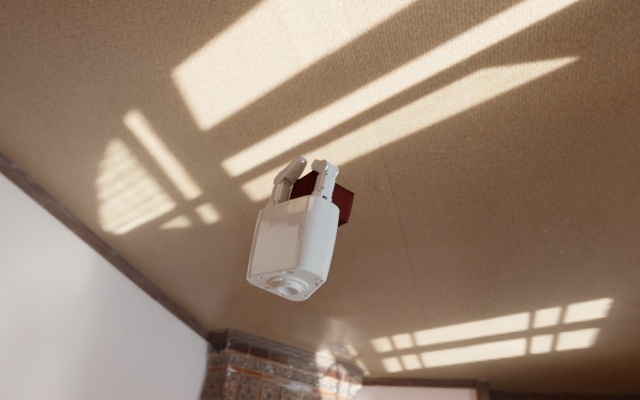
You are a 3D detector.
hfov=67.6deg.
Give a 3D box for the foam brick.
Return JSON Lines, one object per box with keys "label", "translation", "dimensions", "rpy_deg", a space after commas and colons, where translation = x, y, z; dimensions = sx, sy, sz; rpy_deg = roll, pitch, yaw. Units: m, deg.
{"label": "foam brick", "translation": [0.000, 0.002, 0.688], "dimensions": [0.078, 0.051, 0.053], "rpy_deg": [28, -33, -26]}
